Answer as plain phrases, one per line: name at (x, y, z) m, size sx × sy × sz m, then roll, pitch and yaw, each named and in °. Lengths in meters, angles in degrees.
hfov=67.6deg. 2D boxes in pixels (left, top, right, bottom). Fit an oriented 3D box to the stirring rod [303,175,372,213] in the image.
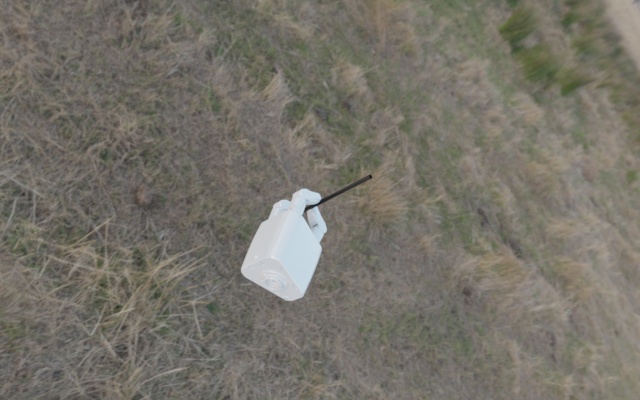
stirring rod at (0.000, 0.003, 0.884) m, size 0.239 × 0.011 × 0.011 m, roll -27°, pitch -17°, yaw 37°
